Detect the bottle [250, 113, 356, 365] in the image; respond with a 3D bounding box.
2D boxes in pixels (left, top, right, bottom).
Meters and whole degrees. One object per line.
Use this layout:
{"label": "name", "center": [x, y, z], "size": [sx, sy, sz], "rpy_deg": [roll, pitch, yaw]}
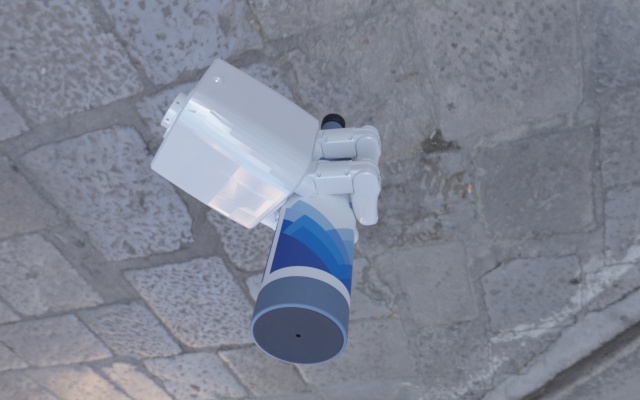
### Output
{"label": "bottle", "center": [0.000, 0.002, 0.435], "size": [0.069, 0.069, 0.295], "rpy_deg": [0, 38, 7]}
